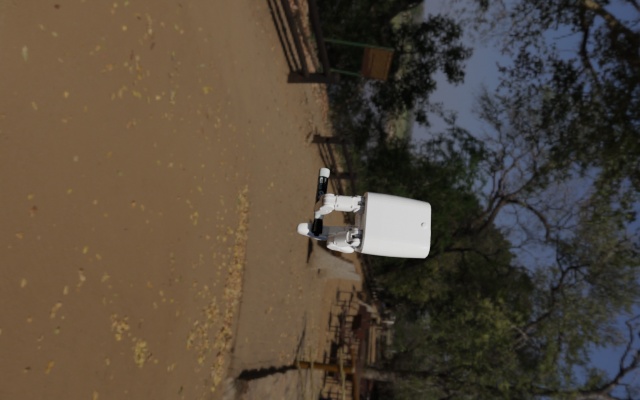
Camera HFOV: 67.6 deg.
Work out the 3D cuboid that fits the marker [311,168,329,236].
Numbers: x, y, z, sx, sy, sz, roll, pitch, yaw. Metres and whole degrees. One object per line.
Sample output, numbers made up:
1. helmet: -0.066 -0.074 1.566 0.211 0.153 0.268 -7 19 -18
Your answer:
1. marker: 0.000 0.003 0.819 0.020 0.121 0.020 6 -20 2
